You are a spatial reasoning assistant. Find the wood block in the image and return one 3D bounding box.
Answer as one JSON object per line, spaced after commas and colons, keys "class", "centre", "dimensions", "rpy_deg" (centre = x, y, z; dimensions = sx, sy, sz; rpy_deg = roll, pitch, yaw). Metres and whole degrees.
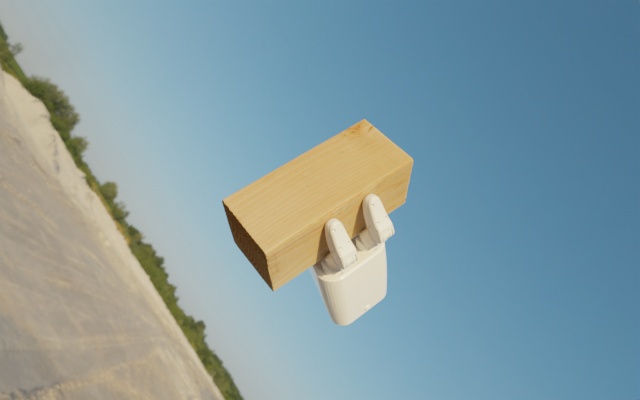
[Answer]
{"class": "wood block", "centre": [0.000, 0.002, 0.571], "dimensions": [0.206, 0.090, 0.090], "rpy_deg": [-32, -32, -21]}
